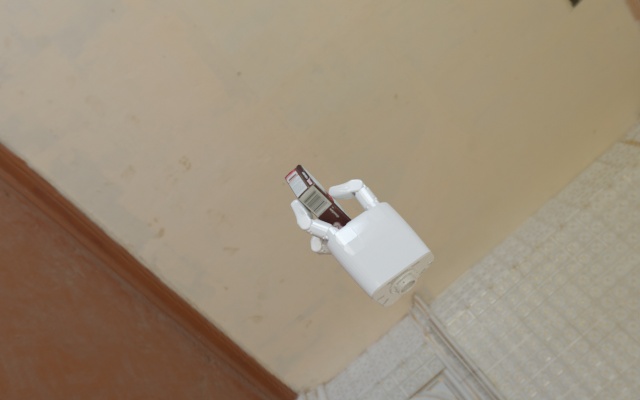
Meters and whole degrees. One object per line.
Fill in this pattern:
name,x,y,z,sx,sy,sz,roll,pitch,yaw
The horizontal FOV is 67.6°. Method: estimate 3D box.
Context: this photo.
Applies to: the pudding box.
pudding box,0.000,0.002,0.769,0.113,0.039,0.090,46,3,-30
